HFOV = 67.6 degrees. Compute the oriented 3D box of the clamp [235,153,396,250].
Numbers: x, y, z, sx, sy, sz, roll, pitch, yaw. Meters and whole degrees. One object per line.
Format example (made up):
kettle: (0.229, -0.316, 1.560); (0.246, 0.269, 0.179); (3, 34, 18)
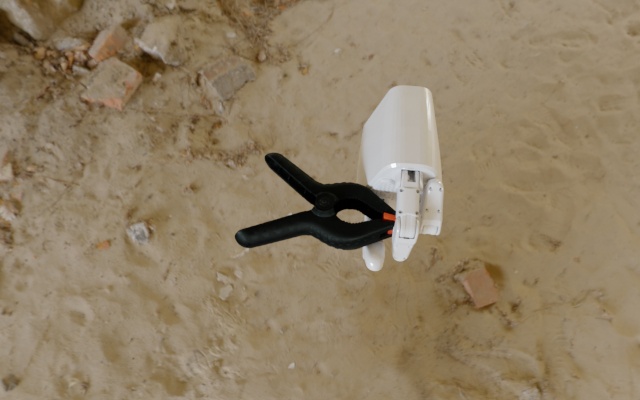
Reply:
clamp: (0.000, 0.002, 0.520); (0.171, 0.120, 0.039); (5, -26, 1)
